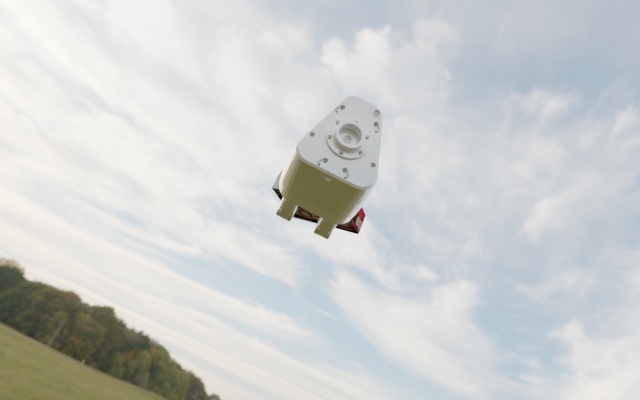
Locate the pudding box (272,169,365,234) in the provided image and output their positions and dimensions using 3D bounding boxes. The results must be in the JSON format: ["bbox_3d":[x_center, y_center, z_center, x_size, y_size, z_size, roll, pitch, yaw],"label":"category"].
[{"bbox_3d":[0.000,0.002,0.669,0.113,0.039,0.090,15,-24,24],"label":"pudding box"}]
